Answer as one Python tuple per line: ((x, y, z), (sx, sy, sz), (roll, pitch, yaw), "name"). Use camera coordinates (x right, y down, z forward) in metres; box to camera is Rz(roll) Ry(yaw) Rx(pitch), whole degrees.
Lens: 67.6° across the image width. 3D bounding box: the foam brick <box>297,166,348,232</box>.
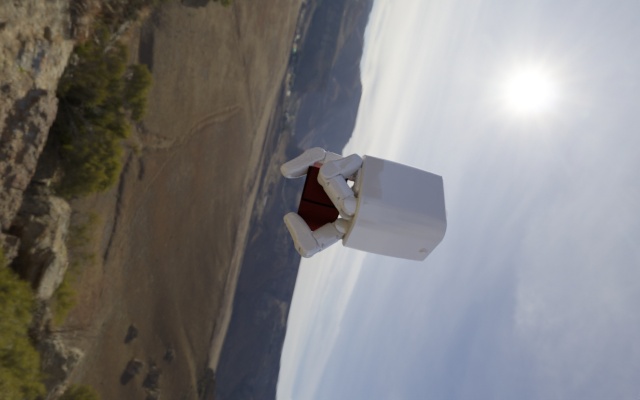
((0.000, 0.002, 0.608), (0.051, 0.053, 0.078), (14, -29, -2), "foam brick")
